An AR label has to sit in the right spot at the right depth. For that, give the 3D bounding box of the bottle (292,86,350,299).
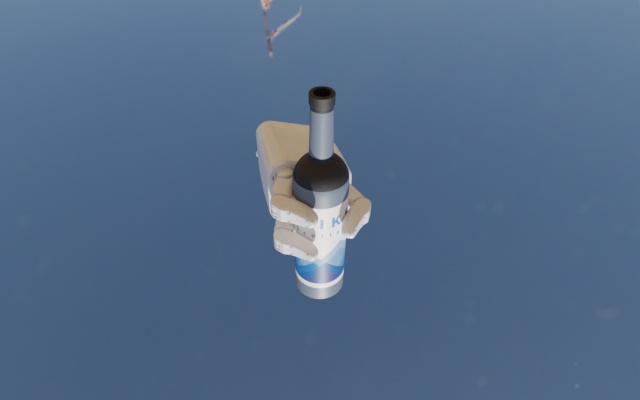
[{"bbox_3d":[0.000,0.002,0.575,0.069,0.296,0.069,0,41,0],"label":"bottle"}]
